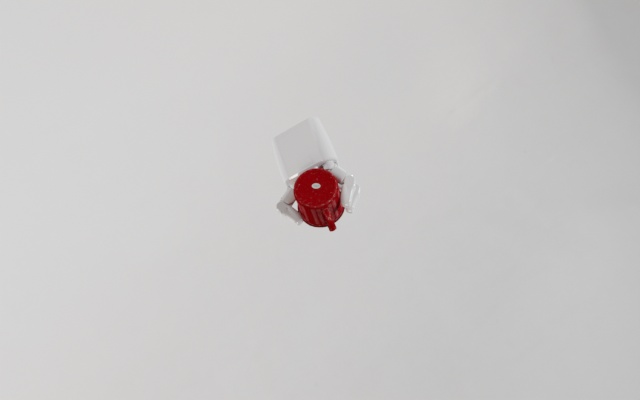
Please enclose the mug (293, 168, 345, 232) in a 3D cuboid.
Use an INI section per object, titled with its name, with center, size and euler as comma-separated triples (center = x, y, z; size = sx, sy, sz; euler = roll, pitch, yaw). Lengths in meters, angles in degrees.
[mug]
center = 0.001, 0.004, 0.872
size = 0.093, 0.117, 0.081
euler = -21, -25, -1
